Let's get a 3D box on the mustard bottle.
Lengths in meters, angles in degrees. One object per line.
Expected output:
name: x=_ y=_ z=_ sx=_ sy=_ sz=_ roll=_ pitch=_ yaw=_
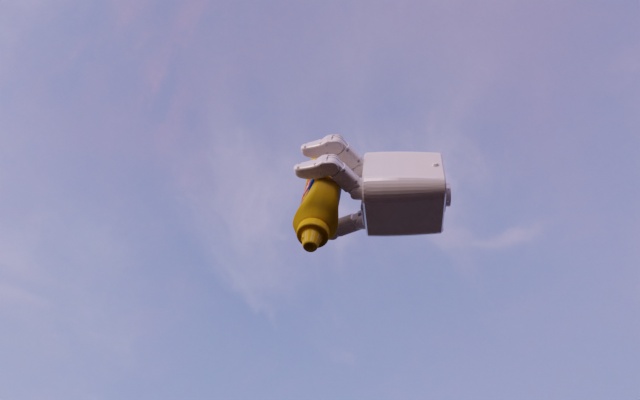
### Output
mustard bottle: x=0.000 y=0.002 z=0.652 sx=0.058 sy=0.096 sz=0.191 roll=18 pitch=36 yaw=-5
